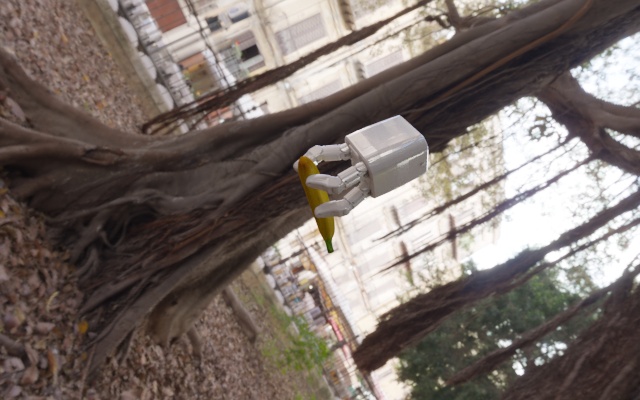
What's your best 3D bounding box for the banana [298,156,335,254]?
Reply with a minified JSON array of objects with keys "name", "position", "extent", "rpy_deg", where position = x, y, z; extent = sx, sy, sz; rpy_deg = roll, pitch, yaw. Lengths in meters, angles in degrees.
[{"name":"banana","position":[-0.003,-0.003,0.837],"extent":[0.037,0.198,0.069],"rpy_deg":[-21,31,-4]}]
